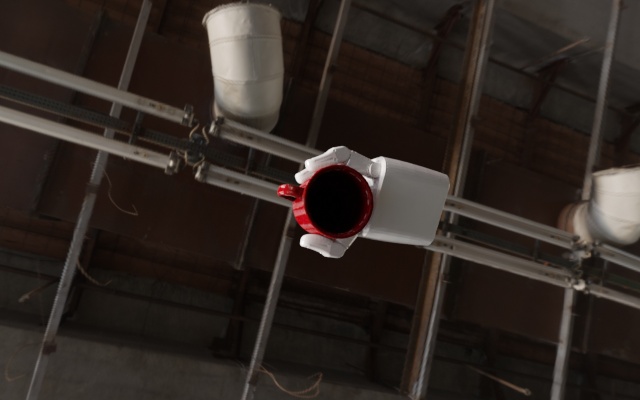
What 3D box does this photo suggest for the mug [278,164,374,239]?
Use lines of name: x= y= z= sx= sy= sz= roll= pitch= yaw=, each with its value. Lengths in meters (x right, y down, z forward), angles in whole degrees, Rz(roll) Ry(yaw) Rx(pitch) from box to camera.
mug: x=-0.001 y=0.002 z=0.625 sx=0.117 sy=0.093 sz=0.081 roll=13 pitch=-8 yaw=-16
